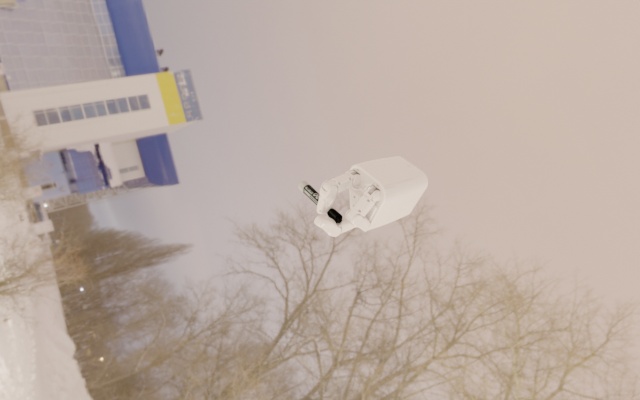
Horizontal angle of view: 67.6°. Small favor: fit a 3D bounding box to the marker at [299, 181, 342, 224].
[{"bbox_3d":[0.000,0.003,0.846,0.020,0.020,0.121,0,32,-41],"label":"marker"}]
